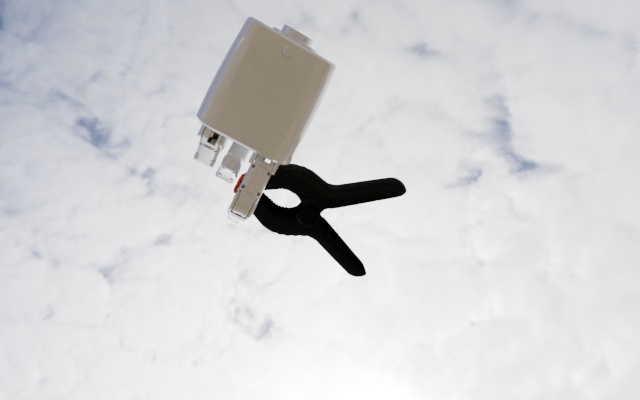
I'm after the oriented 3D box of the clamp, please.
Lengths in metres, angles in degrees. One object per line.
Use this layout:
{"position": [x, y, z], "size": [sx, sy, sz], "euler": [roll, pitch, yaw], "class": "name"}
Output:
{"position": [0.000, 0.001, 0.495], "size": [0.171, 0.120, 0.039], "euler": [26, 17, -13], "class": "clamp"}
